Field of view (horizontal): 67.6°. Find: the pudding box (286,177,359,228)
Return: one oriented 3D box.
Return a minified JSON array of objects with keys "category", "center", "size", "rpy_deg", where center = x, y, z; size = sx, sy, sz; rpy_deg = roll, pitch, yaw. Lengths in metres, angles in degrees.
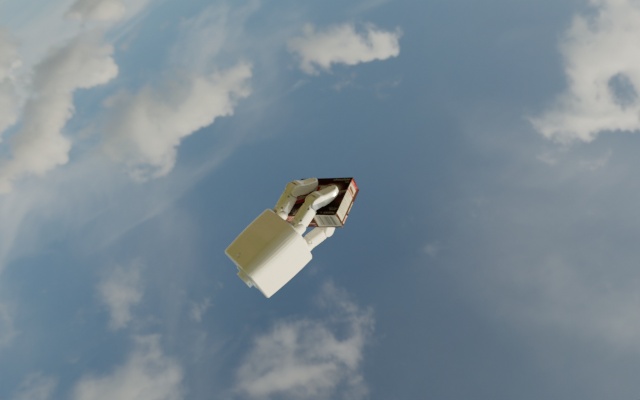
[{"category":"pudding box","center":[0.000,0.003,0.838],"size":[0.113,0.090,0.039],"rpy_deg":[1,-42,31]}]
